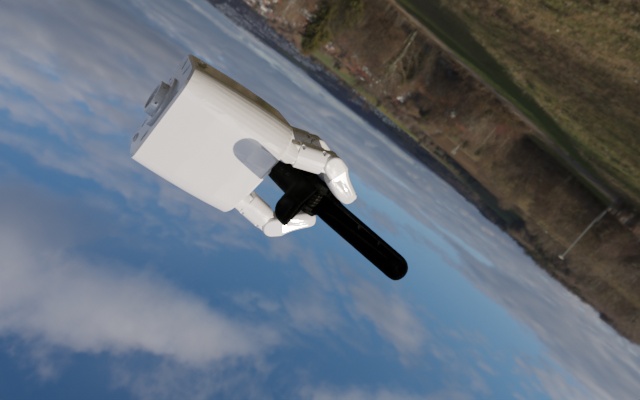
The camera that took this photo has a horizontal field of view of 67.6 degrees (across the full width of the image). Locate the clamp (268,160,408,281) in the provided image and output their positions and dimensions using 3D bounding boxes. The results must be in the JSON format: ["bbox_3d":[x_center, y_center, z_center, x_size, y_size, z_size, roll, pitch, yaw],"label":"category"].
[{"bbox_3d":[-0.001,0.002,0.508,0.164,0.036,0.210,33,12,-30],"label":"clamp"}]
